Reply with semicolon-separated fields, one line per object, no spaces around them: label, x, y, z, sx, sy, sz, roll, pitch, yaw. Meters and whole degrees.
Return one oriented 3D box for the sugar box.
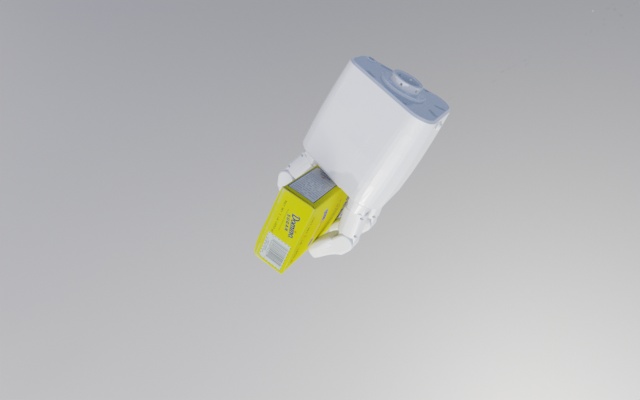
sugar box;0.001;0.002;0.539;0.048;0.093;0.176;36;33;13
